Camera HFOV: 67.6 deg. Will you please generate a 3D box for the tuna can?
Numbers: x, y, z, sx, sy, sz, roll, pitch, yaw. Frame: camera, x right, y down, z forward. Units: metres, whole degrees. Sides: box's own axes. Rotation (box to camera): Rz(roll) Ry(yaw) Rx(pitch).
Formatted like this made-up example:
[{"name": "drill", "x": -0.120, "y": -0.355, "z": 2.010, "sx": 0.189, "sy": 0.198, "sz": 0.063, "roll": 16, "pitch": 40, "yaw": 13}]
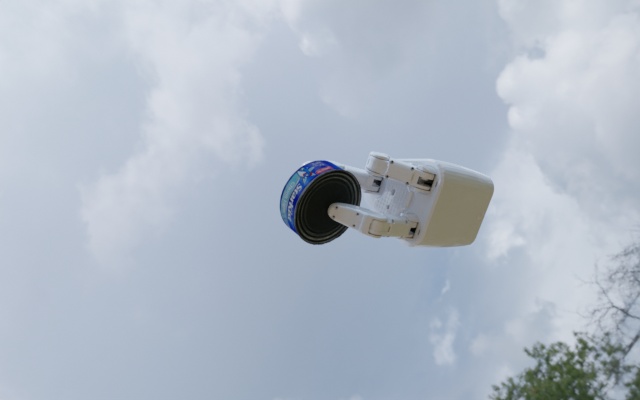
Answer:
[{"name": "tuna can", "x": 0.000, "y": 0.001, "z": 0.504, "sx": 0.086, "sy": 0.086, "sz": 0.033, "roll": 0, "pitch": 24, "yaw": -40}]
